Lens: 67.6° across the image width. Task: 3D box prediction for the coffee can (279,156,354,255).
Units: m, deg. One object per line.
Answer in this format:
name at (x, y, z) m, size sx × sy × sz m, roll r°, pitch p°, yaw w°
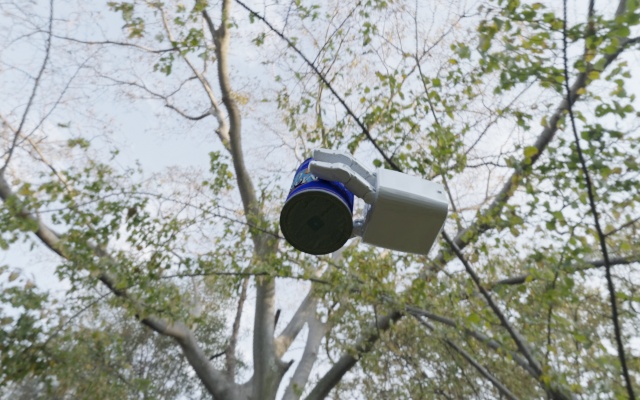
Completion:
coffee can at (0.000, 0.002, 0.720) m, size 0.103 × 0.103 × 0.140 m, roll 0°, pitch 26°, yaw 6°
